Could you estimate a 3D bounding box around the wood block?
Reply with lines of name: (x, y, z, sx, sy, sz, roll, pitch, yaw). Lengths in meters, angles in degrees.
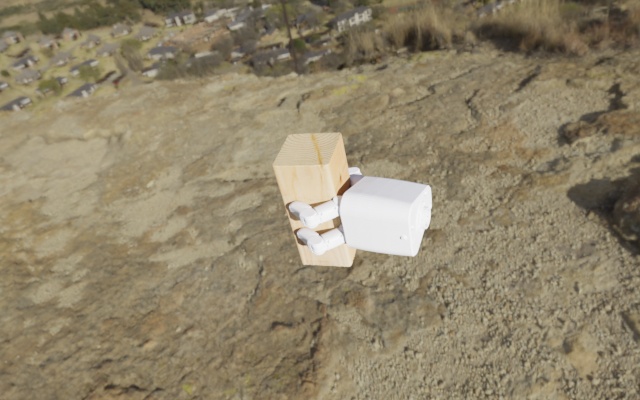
wood block: (0.001, 0.002, 0.775, 0.090, 0.206, 0.090, 0, 39, 18)
